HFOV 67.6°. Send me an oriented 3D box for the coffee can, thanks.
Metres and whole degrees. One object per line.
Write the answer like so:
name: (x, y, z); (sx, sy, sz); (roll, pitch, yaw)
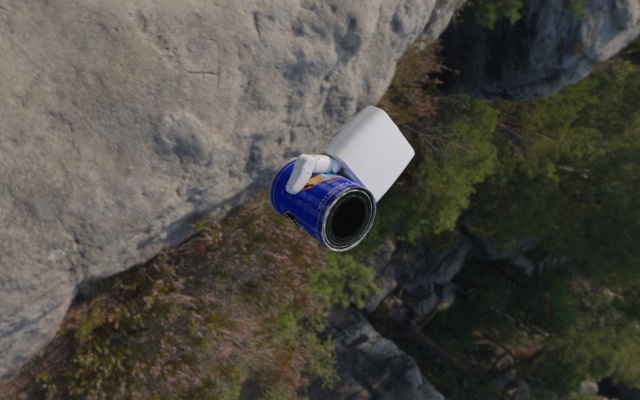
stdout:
coffee can: (0.000, 0.002, 0.733); (0.103, 0.103, 0.140); (0, 21, -41)
